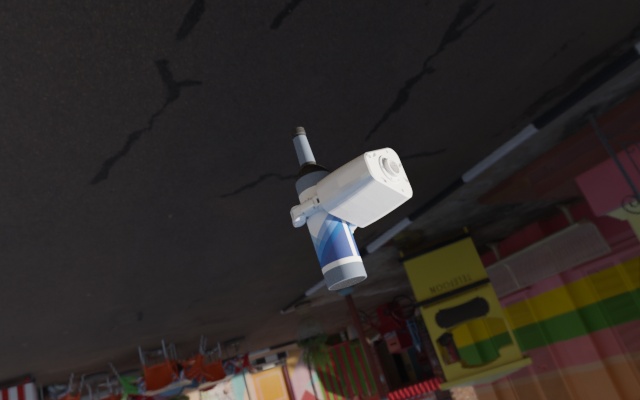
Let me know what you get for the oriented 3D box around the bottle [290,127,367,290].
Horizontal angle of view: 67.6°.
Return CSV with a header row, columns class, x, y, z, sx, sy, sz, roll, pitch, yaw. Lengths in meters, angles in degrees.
class,x,y,z,sx,sy,sz,roll,pitch,yaw
bottle,0.000,0.003,0.822,0.069,0.295,0.069,-16,-21,-6
